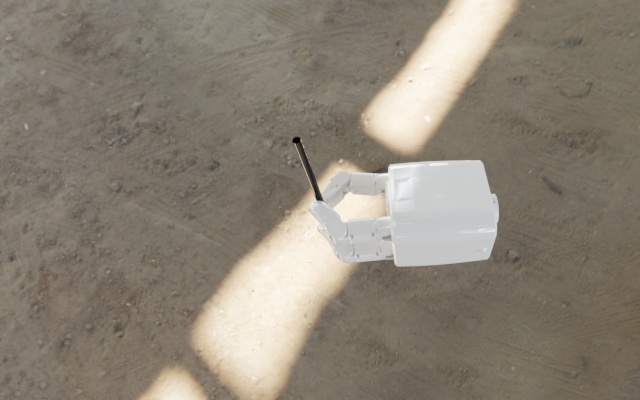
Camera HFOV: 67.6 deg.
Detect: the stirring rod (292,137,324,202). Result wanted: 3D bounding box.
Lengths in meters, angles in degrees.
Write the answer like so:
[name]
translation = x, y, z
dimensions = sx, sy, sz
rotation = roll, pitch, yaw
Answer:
[stirring rod]
translation = 0.000, 0.002, 0.541
dimensions = 0.011, 0.011, 0.240
rotation = 0, -28, 12
